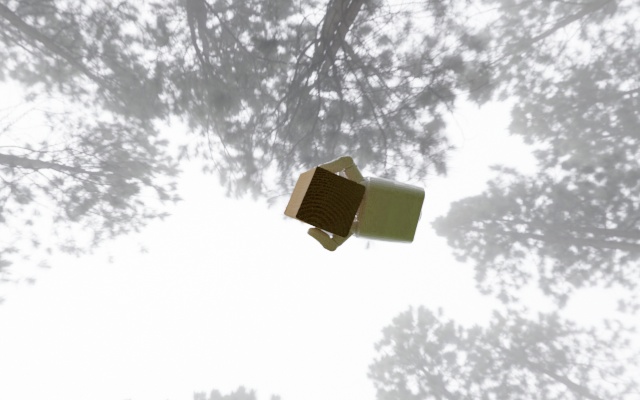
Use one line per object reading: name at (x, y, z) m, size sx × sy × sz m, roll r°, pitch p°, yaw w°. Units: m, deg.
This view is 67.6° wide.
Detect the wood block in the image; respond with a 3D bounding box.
wood block at (0.000, 0.003, 0.843) m, size 0.090 × 0.091 × 0.206 m, roll 23°, pitch -4°, yaw -9°
